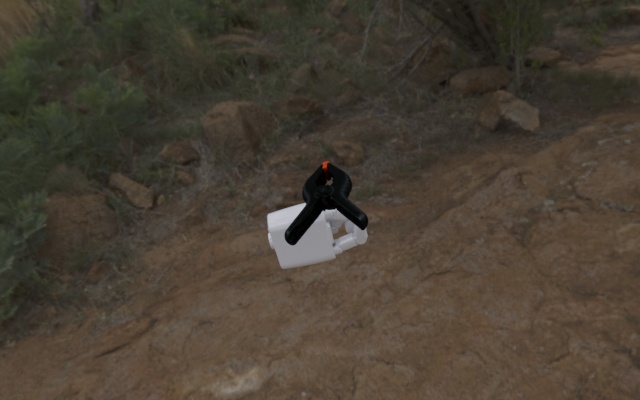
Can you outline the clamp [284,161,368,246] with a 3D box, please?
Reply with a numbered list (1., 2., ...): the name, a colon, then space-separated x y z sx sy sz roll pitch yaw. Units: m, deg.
1. clamp: 0.000 0.002 0.719 0.120 0.039 0.171 -13 33 2
